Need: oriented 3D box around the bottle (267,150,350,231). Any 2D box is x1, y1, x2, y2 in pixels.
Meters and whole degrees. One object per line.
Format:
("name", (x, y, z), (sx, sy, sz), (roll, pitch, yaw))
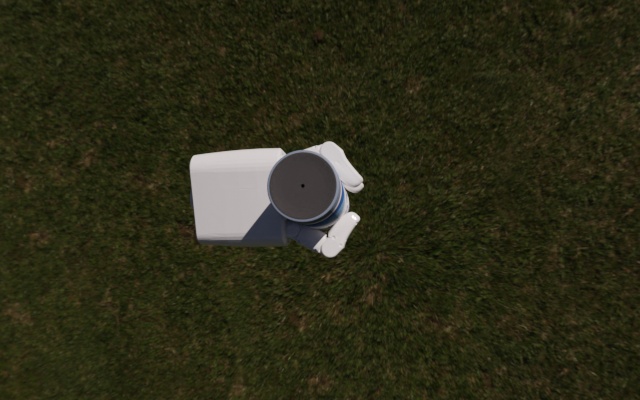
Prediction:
("bottle", (0.000, 0.002, 0.577), (0.069, 0.069, 0.296), (0, -6, 6))
